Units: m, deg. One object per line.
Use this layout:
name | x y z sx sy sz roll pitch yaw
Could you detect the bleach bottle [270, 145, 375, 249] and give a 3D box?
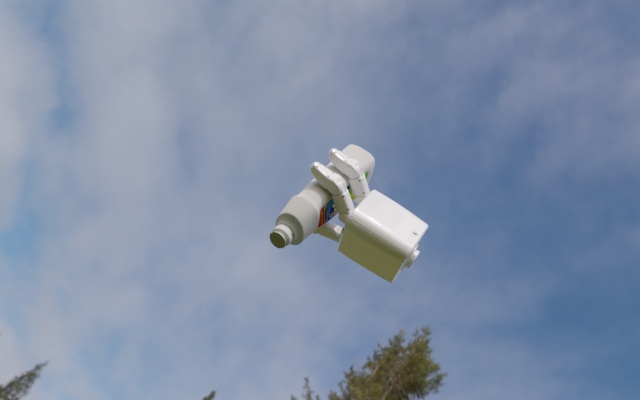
bleach bottle | 0.000 0.002 0.769 0.068 0.103 0.250 32 42 13
